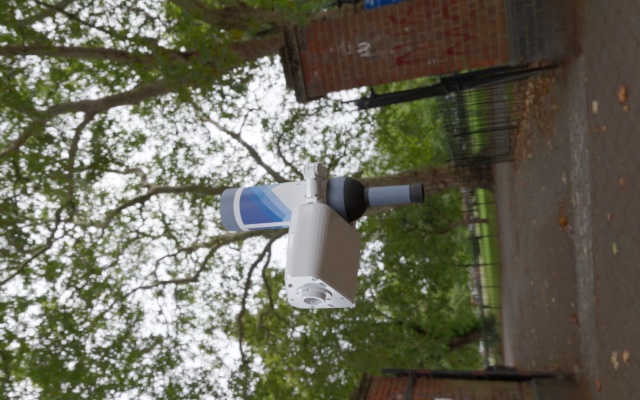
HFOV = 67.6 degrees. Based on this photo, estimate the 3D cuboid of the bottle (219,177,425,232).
[{"bbox_3d":[0.000,0.002,0.692,0.296,0.069,0.069,-5,-2,18],"label":"bottle"}]
